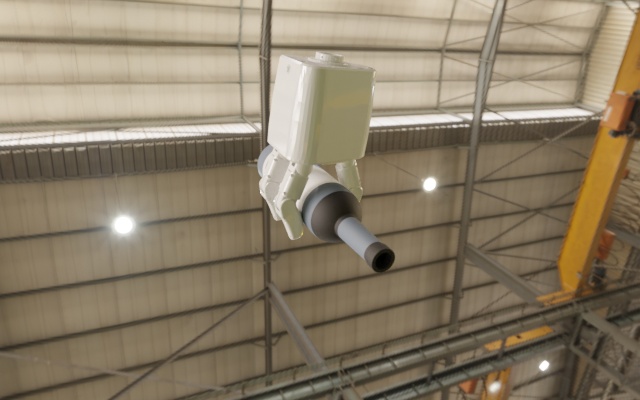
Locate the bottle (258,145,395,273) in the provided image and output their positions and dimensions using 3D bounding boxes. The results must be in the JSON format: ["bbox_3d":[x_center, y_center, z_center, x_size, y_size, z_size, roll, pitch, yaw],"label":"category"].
[{"bbox_3d":[0.000,0.002,0.588,0.069,0.069,0.295,0,23,-27],"label":"bottle"}]
